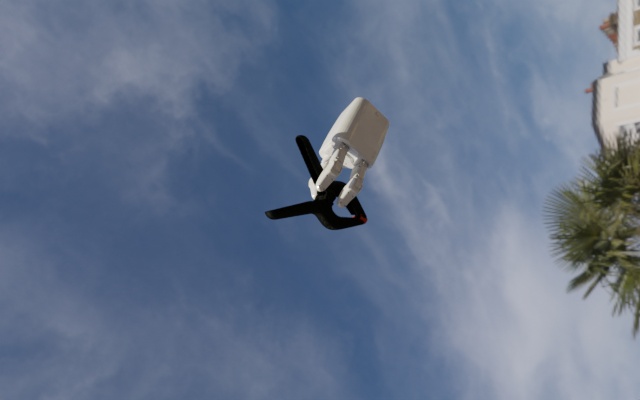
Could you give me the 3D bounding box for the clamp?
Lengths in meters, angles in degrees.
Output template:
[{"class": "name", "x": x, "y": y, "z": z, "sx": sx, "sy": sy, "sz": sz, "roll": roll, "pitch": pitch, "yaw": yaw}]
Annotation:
[{"class": "clamp", "x": 0.000, "y": 0.003, "z": 0.885, "sx": 0.210, "sy": 0.164, "sz": 0.036, "roll": 38, "pitch": -22, "yaw": -27}]
